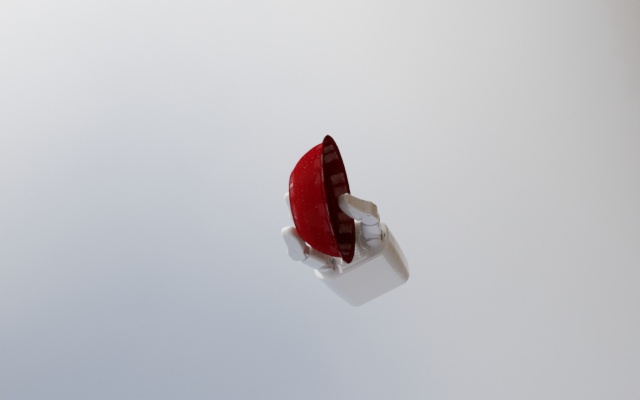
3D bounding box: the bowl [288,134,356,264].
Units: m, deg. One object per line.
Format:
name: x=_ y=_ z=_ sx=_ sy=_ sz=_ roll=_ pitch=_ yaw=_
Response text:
bowl: x=-0.001 y=0.001 z=0.599 sx=0.055 sy=0.162 sz=0.162 roll=-9 pitch=-2 yaw=13
